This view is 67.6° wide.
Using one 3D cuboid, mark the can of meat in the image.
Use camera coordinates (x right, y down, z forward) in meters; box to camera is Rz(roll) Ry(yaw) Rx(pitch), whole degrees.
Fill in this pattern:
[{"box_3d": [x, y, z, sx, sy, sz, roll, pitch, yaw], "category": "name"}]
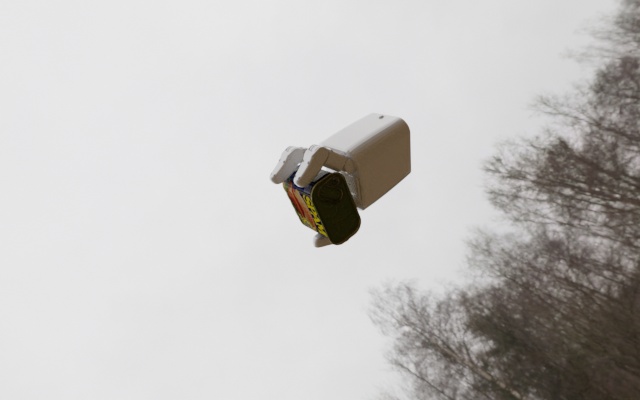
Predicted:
[{"box_3d": [0.000, 0.002, 0.669, 0.057, 0.102, 0.084, -36, 32, -20], "category": "can of meat"}]
